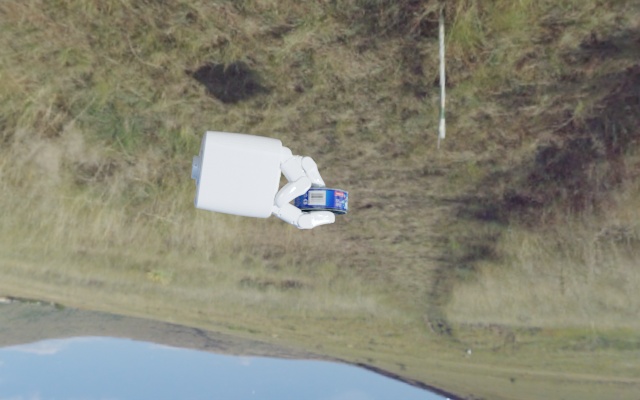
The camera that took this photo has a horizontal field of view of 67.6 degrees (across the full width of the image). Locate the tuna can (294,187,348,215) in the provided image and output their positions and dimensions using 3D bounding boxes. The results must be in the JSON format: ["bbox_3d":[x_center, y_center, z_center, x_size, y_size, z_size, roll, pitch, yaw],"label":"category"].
[{"bbox_3d":[0.000,0.003,0.747,0.086,0.033,0.086,2,-8,0],"label":"tuna can"}]
